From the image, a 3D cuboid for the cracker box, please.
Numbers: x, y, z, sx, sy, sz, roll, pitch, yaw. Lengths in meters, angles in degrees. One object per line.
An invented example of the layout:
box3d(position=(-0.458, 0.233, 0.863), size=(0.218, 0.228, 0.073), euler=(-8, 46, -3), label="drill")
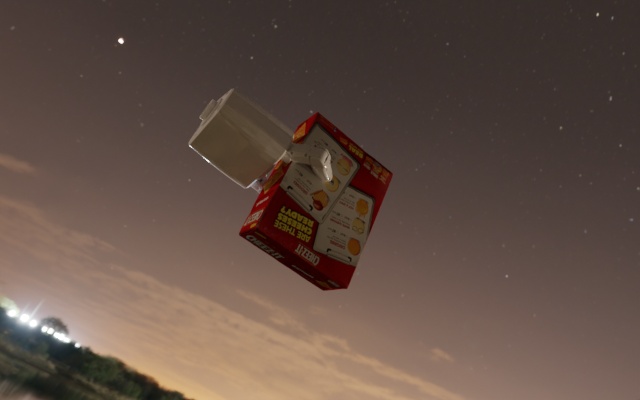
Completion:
box3d(position=(0.000, 0.002, 0.716), size=(0.164, 0.213, 0.072), euler=(37, -30, -20), label="cracker box")
